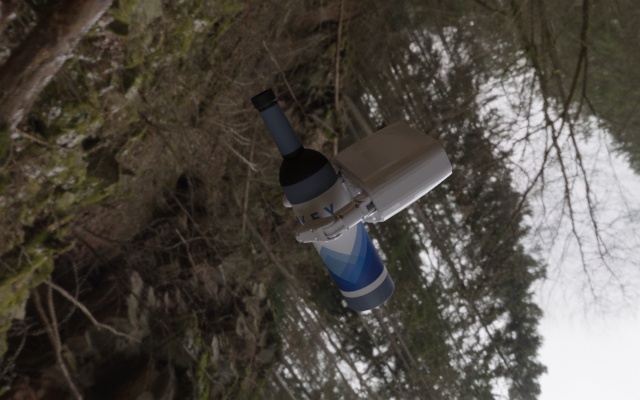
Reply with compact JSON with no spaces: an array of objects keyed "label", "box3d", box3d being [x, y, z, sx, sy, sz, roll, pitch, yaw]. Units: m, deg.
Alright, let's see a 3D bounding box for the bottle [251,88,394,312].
[{"label":"bottle","box3d":[0.000,0.002,0.584,0.069,0.296,0.069,-26,19,9]}]
